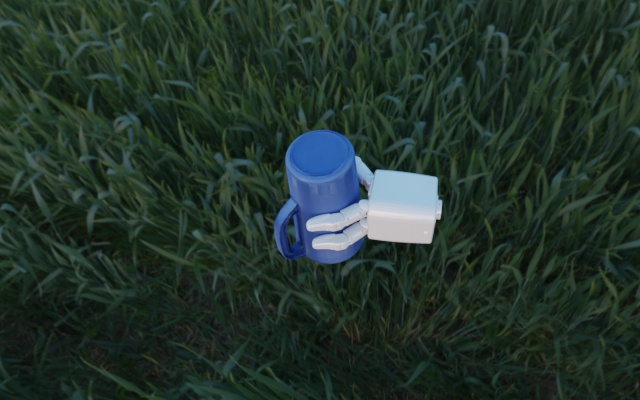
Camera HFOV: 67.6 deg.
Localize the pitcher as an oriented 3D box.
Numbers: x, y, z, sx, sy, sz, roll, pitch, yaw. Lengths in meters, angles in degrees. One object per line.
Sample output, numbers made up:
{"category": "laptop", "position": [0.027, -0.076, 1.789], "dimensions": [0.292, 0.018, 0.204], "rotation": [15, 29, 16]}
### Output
{"category": "pitcher", "position": [0.000, 0.003, 0.820], "dimensions": [0.145, 0.149, 0.243], "rotation": [6, -34, 11]}
